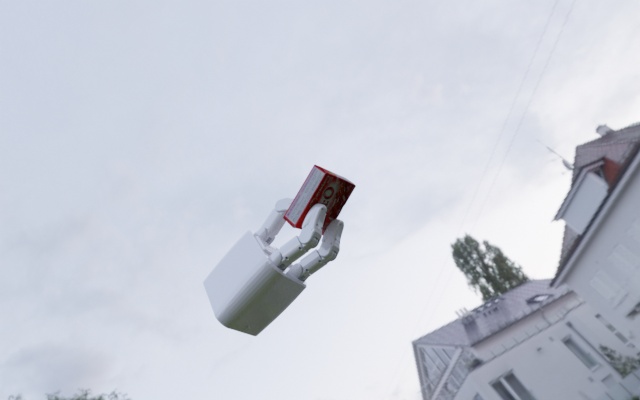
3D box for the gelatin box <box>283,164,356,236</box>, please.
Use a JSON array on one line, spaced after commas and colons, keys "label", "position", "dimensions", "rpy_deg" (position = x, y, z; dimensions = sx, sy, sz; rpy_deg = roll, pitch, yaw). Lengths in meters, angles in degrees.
[{"label": "gelatin box", "position": [0.000, 0.002, 0.664], "dimensions": [0.030, 0.089, 0.073], "rpy_deg": [37, 11, 38]}]
